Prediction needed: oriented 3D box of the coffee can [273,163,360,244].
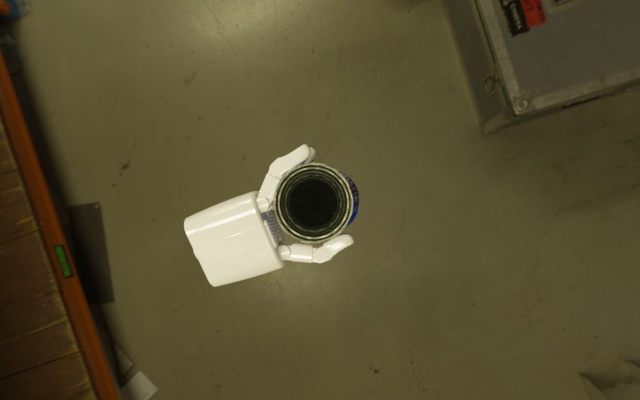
[{"bbox_3d":[0.000,0.002,0.668,0.103,0.103,0.140,0,1,8],"label":"coffee can"}]
